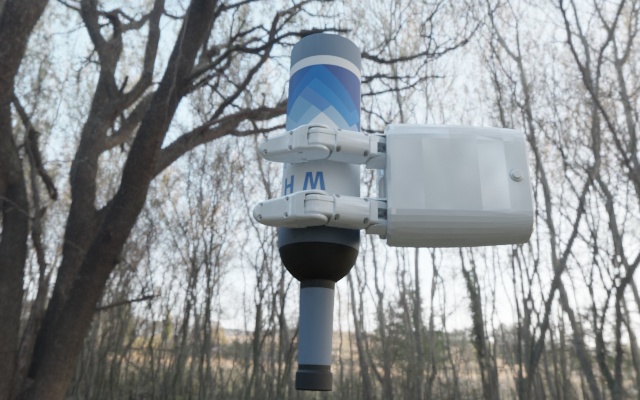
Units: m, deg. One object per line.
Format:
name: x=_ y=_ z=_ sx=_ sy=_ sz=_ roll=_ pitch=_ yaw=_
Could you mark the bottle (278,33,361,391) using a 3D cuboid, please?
bottle: x=0.000 y=0.001 z=0.400 sx=0.069 sy=0.295 sz=0.069 roll=2 pitch=-20 yaw=1
